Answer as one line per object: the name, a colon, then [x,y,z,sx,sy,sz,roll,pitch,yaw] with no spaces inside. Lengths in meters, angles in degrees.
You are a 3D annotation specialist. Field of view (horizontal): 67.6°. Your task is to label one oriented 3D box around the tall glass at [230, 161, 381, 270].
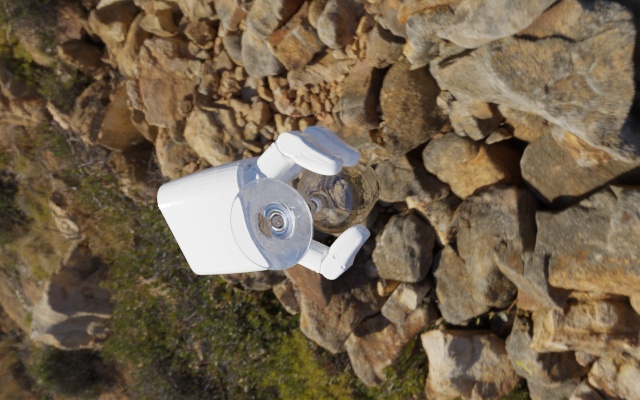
tall glass: [0.000,0.002,0.461,0.079,0.079,0.201,0,10,25]
